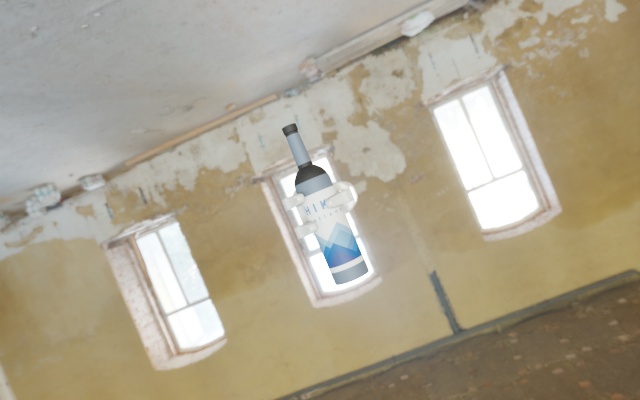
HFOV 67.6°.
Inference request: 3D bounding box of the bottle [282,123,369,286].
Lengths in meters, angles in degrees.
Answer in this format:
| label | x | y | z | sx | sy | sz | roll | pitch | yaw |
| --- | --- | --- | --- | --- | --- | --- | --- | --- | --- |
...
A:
| label | x | y | z | sx | sy | sz | roll | pitch | yaw |
| --- | --- | --- | --- | --- | --- | --- | --- | --- | --- |
| bottle | 0.000 | 0.003 | 0.853 | 0.069 | 0.295 | 0.069 | -23 | 1 | 0 |
